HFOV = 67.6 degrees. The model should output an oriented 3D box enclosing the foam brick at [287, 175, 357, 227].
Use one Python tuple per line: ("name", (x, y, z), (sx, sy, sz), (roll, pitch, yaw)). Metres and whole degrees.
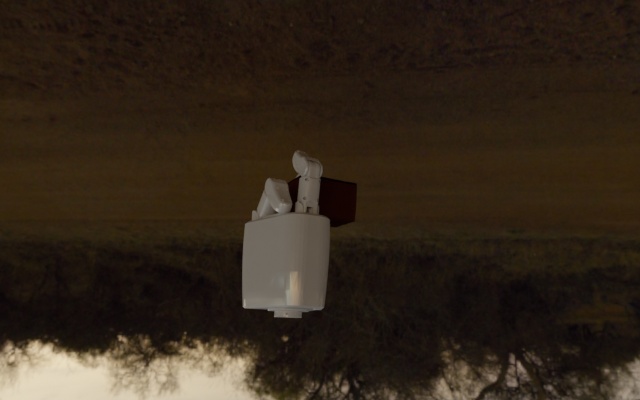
("foam brick", (0.000, 0.002, 0.608), (0.078, 0.051, 0.053), (9, -17, -27))
